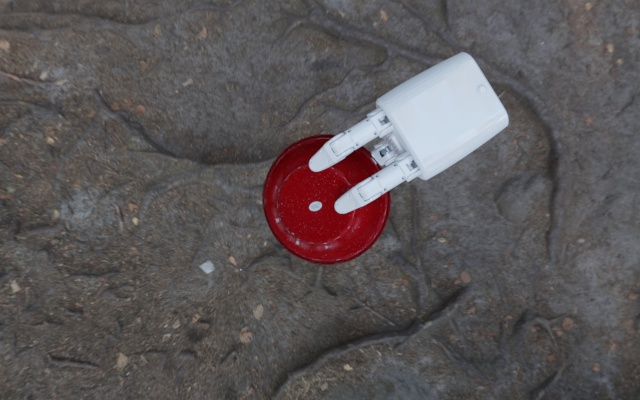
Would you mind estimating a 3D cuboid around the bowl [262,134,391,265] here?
[{"bbox_3d":[-0.001,0.003,0.564,0.162,0.162,0.055,0,5,12],"label":"bowl"}]
